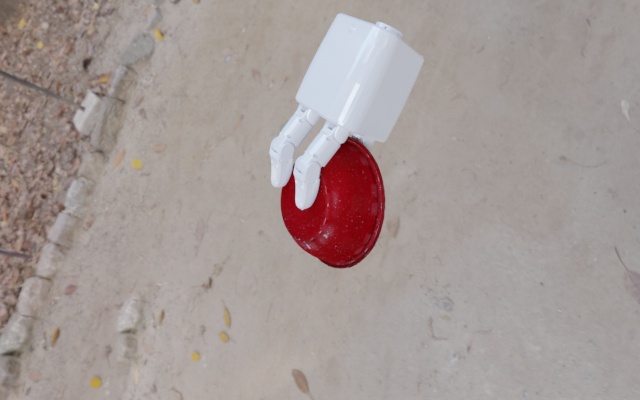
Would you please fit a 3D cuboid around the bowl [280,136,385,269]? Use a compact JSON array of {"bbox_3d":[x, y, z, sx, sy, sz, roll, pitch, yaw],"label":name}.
[{"bbox_3d":[0.000,0.003,0.565,0.055,0.162,0.162,-1,0,-39],"label":"bowl"}]
